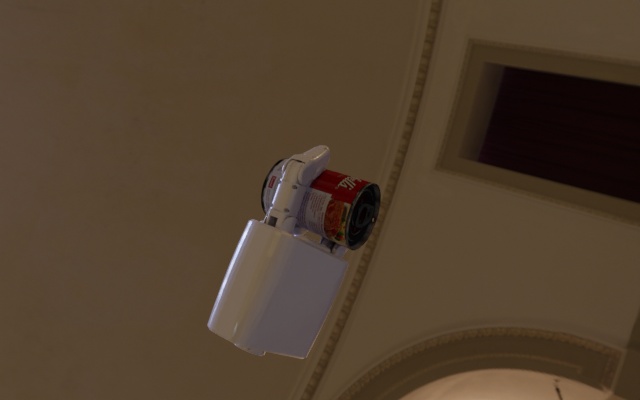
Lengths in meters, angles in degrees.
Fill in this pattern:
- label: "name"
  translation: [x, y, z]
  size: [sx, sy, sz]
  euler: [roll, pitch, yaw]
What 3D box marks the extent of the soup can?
- label: "soup can"
  translation: [0.000, 0.001, 0.480]
  size: [0.102, 0.068, 0.068]
  euler: [19, 9, 27]
